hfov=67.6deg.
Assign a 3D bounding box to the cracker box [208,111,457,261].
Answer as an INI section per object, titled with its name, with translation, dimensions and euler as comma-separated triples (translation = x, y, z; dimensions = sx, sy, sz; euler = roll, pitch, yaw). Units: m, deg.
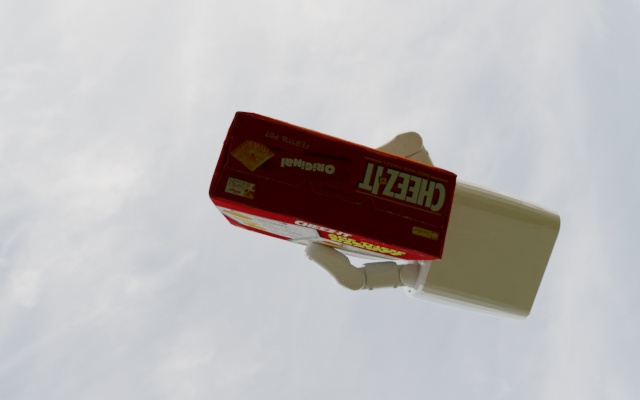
[cracker box]
translation = 0.000, 0.002, 0.423
dimensions = 0.164, 0.072, 0.214
euler = 15, -9, -5
